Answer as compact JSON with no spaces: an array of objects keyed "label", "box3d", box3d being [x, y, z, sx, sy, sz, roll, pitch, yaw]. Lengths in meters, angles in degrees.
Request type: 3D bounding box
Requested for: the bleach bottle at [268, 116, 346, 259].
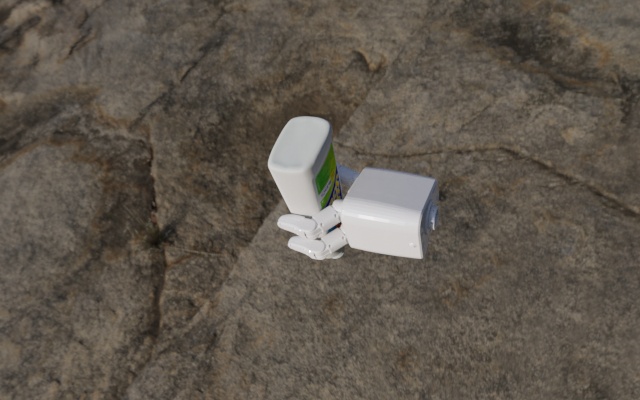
[{"label":"bleach bottle","box3d":[0.000,0.002,0.700,0.068,0.102,0.251,10,-33,23]}]
